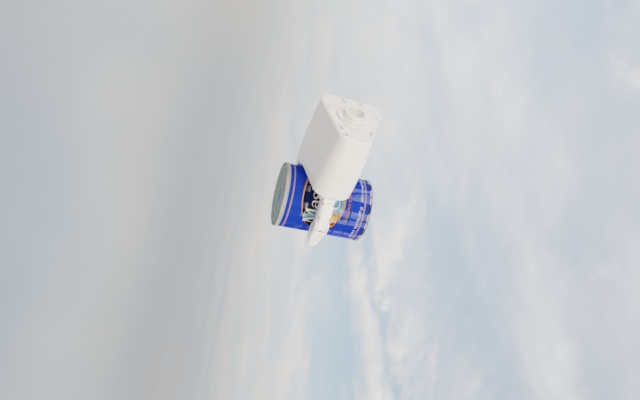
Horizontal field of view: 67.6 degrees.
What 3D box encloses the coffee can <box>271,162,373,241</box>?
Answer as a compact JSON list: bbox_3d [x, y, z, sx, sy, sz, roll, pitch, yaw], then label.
[{"bbox_3d":[0.000,0.003,0.771,0.140,0.103,0.103,12,-3,-14],"label":"coffee can"}]
